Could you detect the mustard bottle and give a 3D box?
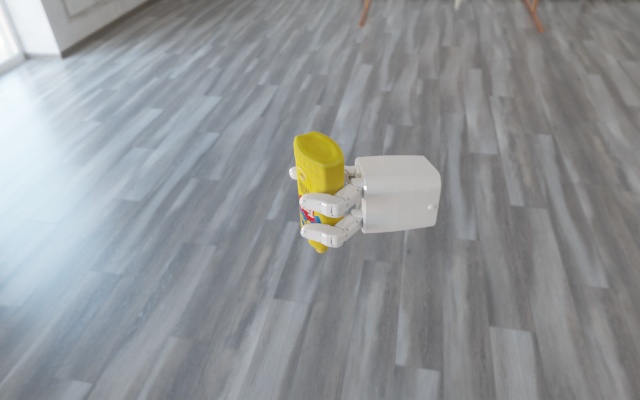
[{"bbox_3d":[0.000,0.002,0.700,0.058,0.192,0.096,-19,41,-20],"label":"mustard bottle"}]
